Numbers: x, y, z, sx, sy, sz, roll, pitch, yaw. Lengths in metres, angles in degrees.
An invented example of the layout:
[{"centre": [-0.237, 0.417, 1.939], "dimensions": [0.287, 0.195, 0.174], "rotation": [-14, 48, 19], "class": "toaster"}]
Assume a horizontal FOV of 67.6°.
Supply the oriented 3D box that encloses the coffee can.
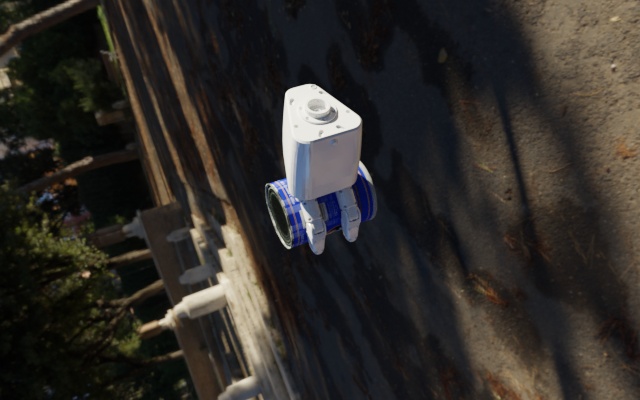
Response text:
[{"centre": [0.000, 0.002, 0.724], "dimensions": [0.140, 0.103, 0.103], "rotation": [-19, 6, -18], "class": "coffee can"}]
